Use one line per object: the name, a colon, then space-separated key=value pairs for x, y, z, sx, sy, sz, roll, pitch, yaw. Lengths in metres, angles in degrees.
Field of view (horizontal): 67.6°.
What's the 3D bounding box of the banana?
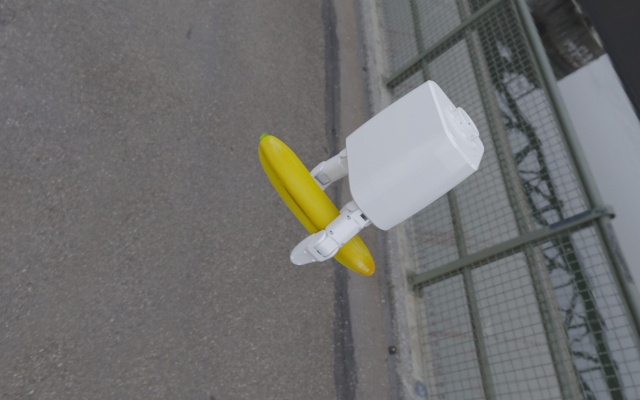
banana: x=-0.008 y=0.001 z=0.499 sx=0.037 sy=0.198 sz=0.069 roll=-38 pitch=-6 yaw=18
